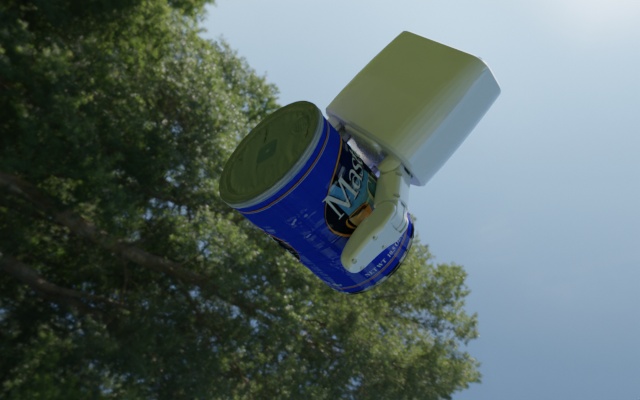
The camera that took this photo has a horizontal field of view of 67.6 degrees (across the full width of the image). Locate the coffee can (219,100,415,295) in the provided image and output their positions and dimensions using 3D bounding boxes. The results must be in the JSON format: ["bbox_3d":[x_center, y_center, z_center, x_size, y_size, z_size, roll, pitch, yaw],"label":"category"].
[{"bbox_3d":[0.000,0.001,0.406,0.103,0.102,0.140,0,-36,48],"label":"coffee can"}]
